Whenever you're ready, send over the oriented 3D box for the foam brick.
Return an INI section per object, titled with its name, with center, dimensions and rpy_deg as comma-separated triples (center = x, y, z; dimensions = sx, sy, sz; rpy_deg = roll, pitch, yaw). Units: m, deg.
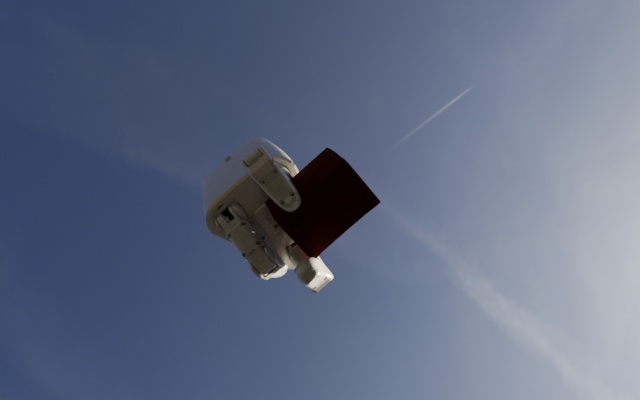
[foam brick]
center = 0.000, 0.001, 0.413
dimensions = 0.078, 0.053, 0.051
rpy_deg = -40, 24, 0
